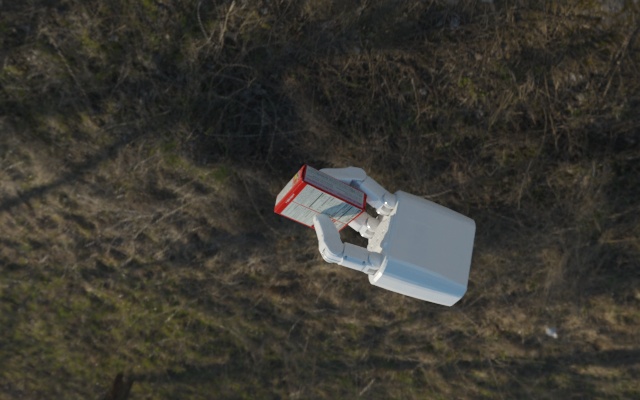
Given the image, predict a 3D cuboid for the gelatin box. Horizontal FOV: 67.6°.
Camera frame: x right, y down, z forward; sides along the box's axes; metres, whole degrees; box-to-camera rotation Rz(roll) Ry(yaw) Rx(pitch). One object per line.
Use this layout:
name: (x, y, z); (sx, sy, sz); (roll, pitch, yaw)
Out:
gelatin box: (0.000, 0.002, 0.578); (0.089, 0.030, 0.073); (24, -40, -20)
